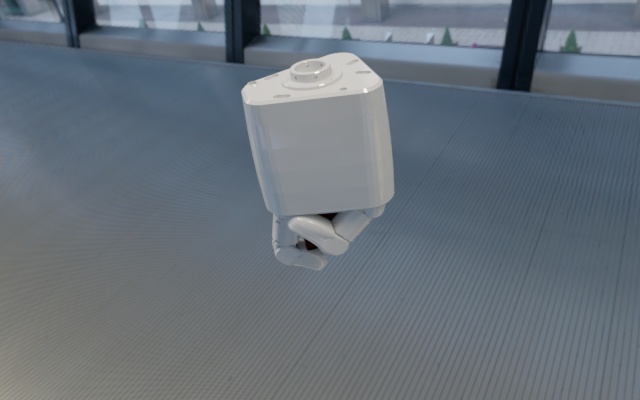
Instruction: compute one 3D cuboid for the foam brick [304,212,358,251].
[{"bbox_3d":[0.000,0.001,0.474,0.053,0.051,0.078,-15,36,-8],"label":"foam brick"}]
